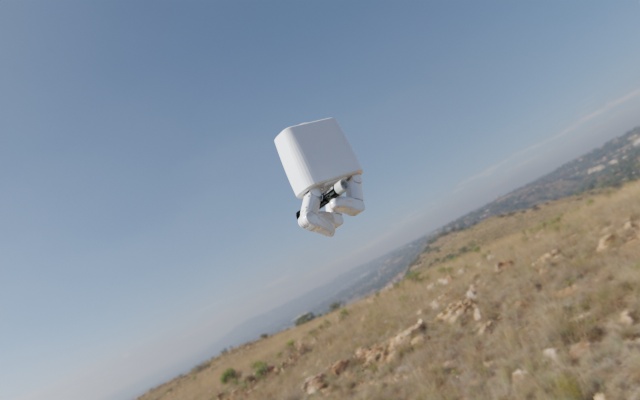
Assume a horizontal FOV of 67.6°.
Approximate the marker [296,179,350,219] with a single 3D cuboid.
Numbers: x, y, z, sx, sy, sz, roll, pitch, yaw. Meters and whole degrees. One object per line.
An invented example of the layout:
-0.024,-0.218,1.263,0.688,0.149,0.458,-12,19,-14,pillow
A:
0.000,0.003,0.746,0.020,0.020,0.121,0,-26,-41,marker
